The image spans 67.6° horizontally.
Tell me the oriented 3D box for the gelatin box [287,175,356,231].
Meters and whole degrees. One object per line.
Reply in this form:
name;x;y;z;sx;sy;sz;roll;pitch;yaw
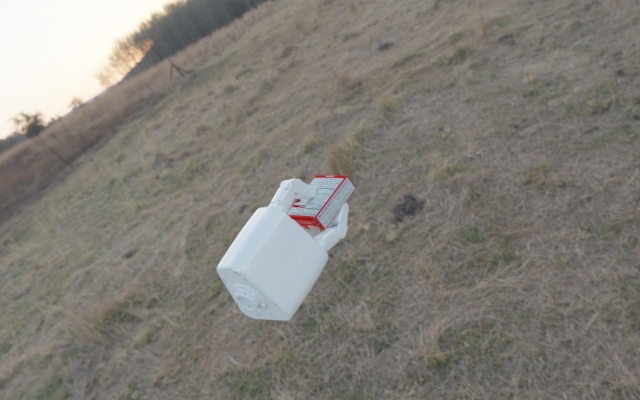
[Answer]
gelatin box;0.000;0.002;0.710;0.073;0.089;0.030;3;-40;51
